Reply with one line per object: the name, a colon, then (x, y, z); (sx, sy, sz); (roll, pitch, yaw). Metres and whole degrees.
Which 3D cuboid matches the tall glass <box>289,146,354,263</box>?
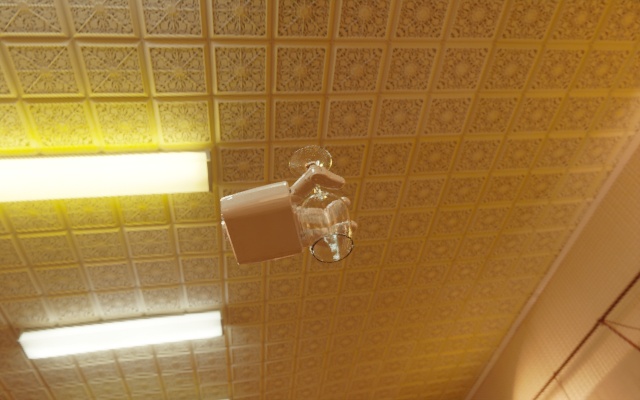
tall glass: (0.000, 0.002, 0.753); (0.079, 0.079, 0.200); (0, 42, -14)
